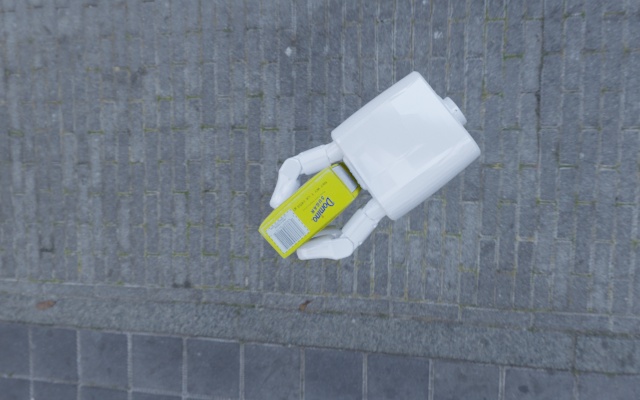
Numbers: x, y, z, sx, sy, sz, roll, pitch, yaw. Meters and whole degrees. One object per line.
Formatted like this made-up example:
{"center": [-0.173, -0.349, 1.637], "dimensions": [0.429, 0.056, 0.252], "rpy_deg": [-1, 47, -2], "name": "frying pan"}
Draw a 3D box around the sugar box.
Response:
{"center": [0.001, 0.002, 0.526], "dimensions": [0.093, 0.048, 0.176], "rpy_deg": [-40, -3, 13], "name": "sugar box"}
